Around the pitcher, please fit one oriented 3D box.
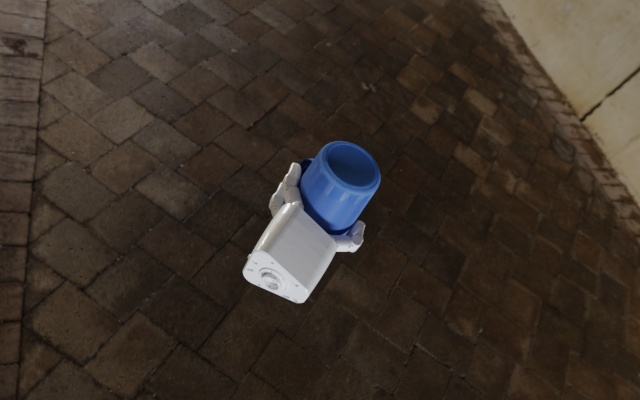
[{"bbox_3d":[0.000,0.003,0.834,0.149,0.145,0.243,34,-42,0],"label":"pitcher"}]
